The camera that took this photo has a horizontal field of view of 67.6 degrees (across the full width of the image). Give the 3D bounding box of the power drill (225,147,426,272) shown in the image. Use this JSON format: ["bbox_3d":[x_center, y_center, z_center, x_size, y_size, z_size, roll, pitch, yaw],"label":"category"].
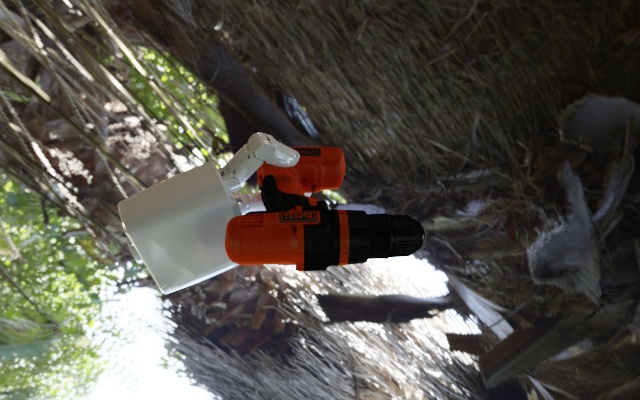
[{"bbox_3d":[0.000,0.001,0.500,0.184,0.057,0.187,0,27,-5],"label":"power drill"}]
